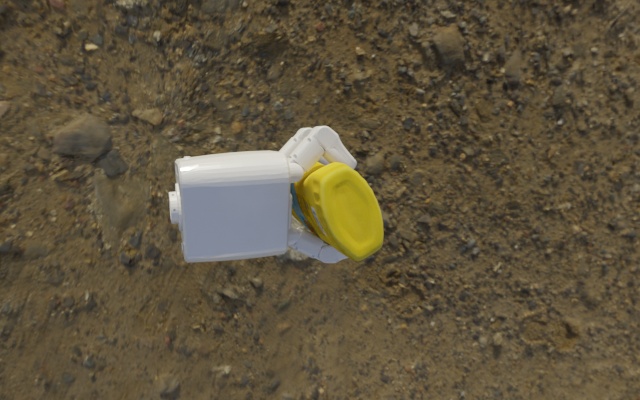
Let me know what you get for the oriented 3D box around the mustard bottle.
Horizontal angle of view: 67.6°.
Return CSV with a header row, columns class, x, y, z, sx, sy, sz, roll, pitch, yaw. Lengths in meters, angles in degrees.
class,x,y,z,sx,sy,sz,roll,pitch,yaw
mustard bottle,0.000,0.002,0.539,0.058,0.096,0.191,-30,16,-13
